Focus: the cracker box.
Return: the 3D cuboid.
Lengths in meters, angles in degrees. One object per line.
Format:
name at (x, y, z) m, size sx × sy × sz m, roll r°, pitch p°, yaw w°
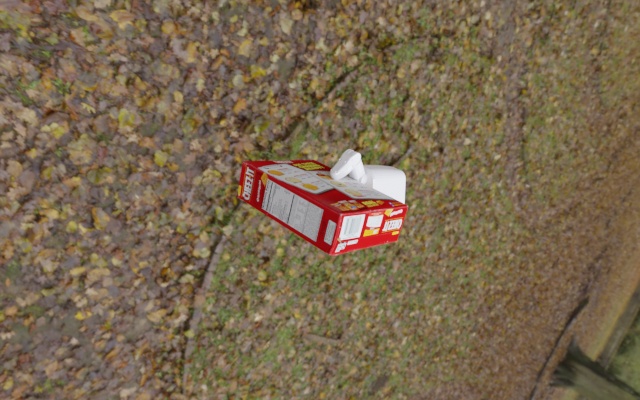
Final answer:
cracker box at (0.000, 0.002, 0.743) m, size 0.213 × 0.072 × 0.164 m, roll 28°, pitch 22°, yaw 37°
